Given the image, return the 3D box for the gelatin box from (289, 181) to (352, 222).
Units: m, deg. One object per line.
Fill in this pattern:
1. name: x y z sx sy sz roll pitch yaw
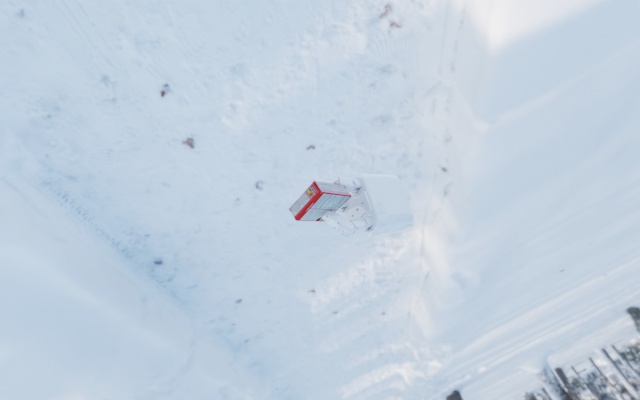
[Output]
1. gelatin box: 0.000 0.003 0.833 0.089 0.030 0.073 4 -44 -51
